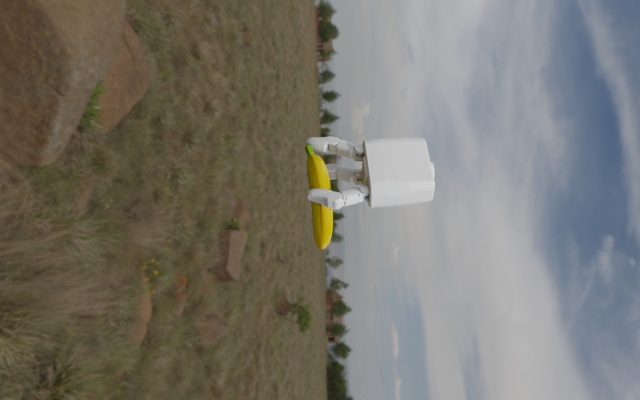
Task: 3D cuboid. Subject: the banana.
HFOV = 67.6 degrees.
[{"bbox_3d":[0.001,0.006,0.832,0.037,0.198,0.069,-6,20,-2],"label":"banana"}]
